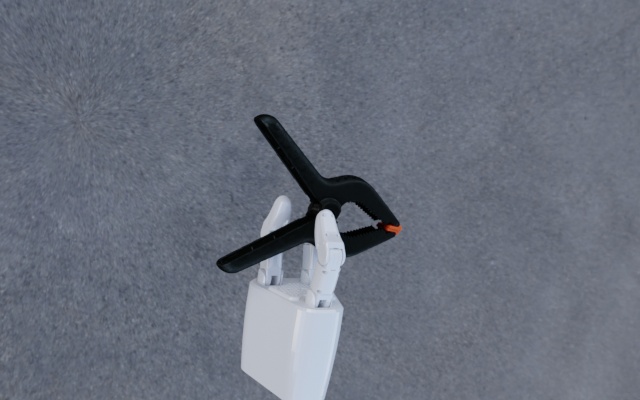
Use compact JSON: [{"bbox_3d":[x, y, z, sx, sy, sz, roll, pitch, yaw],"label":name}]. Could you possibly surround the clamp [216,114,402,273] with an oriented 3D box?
[{"bbox_3d":[0.001,0.002,0.520,0.210,0.164,0.036,6,7,-27],"label":"clamp"}]
